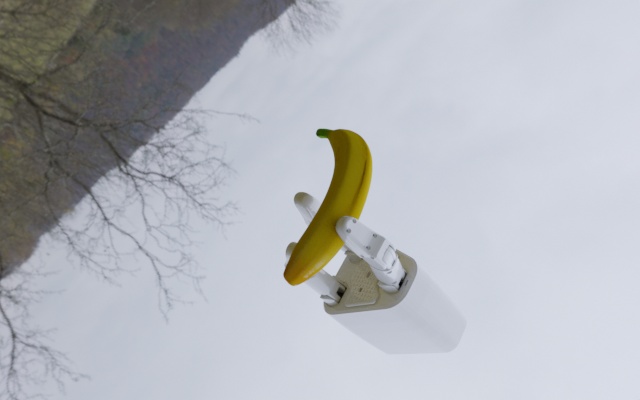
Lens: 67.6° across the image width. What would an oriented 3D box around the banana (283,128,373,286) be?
[{"bbox_3d":[0.015,-0.007,0.456,0.069,0.197,0.037,-22,-51,34],"label":"banana"}]
